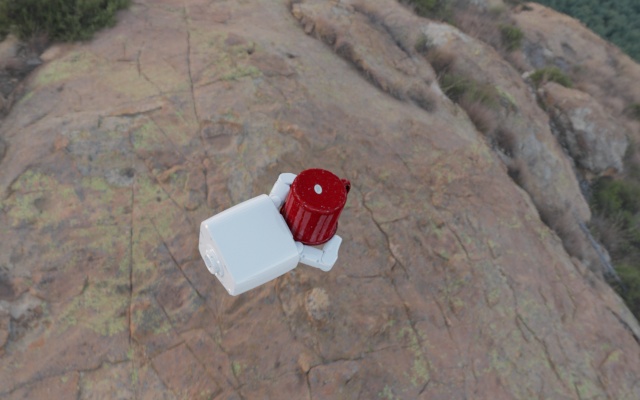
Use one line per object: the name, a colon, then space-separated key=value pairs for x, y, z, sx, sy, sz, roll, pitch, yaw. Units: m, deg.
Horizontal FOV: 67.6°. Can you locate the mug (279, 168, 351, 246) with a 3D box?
mug: x=0.001 y=0.002 z=0.709 sx=0.117 sy=0.093 sz=0.081 roll=-26 pitch=-24 yaw=-30
